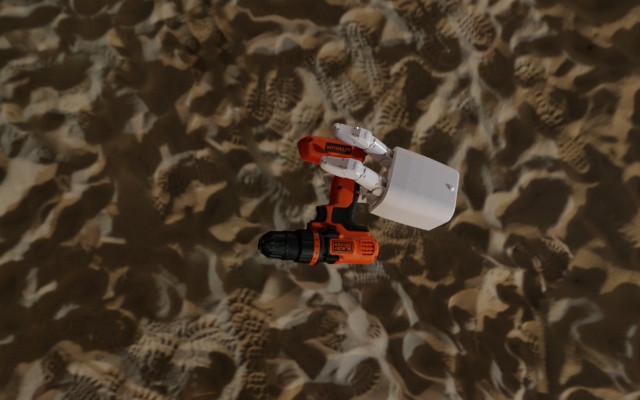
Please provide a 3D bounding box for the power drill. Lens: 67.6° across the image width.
[{"bbox_3d":[0.000,0.002,0.714,0.184,0.187,0.057,6,-8,-23],"label":"power drill"}]
